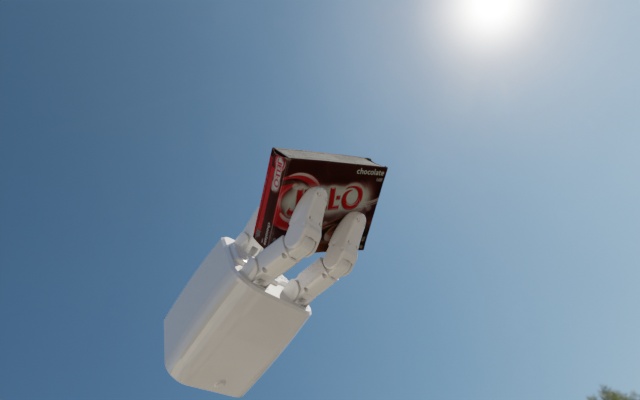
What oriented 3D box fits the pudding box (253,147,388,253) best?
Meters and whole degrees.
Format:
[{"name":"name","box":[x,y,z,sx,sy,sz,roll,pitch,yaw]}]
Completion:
[{"name":"pudding box","box":[0.000,0.001,0.447,0.113,0.090,0.039,1,24,-35]}]
